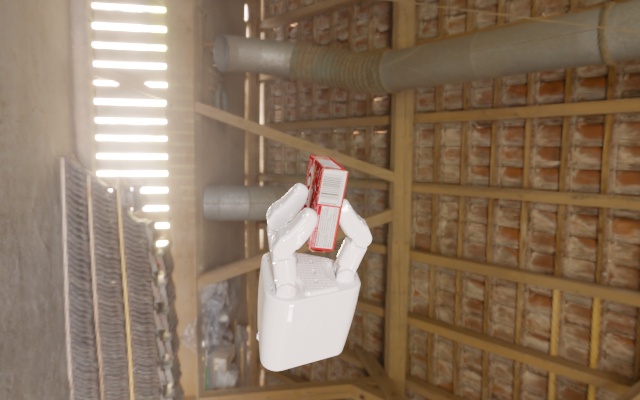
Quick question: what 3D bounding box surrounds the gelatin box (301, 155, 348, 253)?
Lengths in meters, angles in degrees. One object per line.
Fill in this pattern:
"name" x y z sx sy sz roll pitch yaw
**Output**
"gelatin box" 0.001 0.001 0.512 0.030 0.089 0.073 7 14 -13
